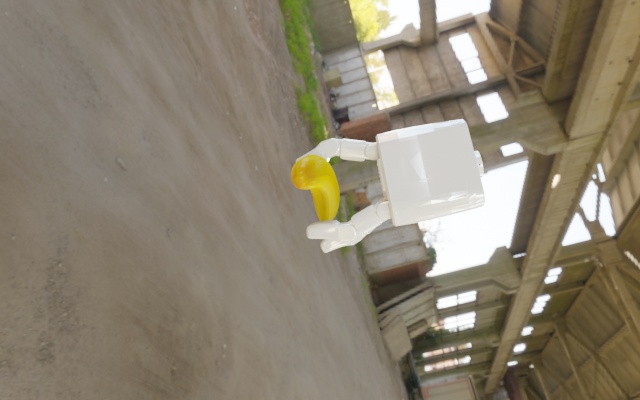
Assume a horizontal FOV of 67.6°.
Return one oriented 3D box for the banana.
[{"bbox_3d":[-0.001,-0.014,0.563,0.037,0.069,0.198,-7,-22,8],"label":"banana"}]
